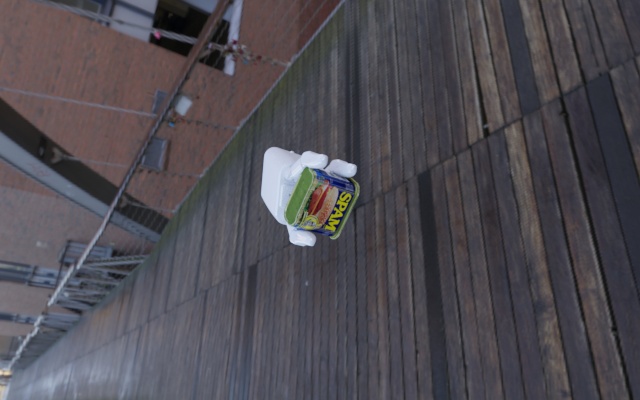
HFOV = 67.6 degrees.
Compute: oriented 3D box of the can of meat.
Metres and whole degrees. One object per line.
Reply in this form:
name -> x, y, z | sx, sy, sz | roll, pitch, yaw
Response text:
can of meat -> 0.000, 0.003, 0.756 | 0.084, 0.102, 0.057 | 16, 18, -28
